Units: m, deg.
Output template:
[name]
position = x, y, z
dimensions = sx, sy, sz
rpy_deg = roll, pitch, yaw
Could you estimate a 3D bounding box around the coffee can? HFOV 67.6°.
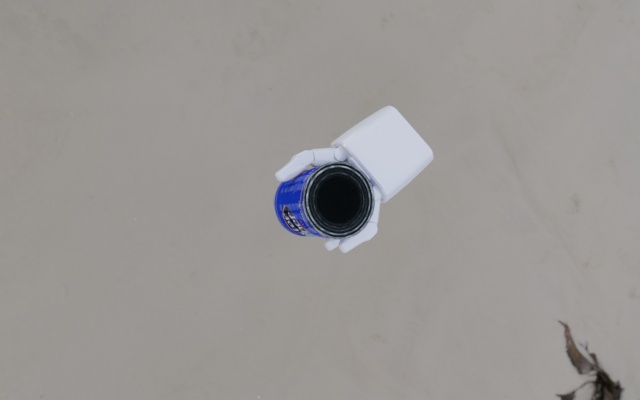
[coffee can]
position = 0.000, 0.002, 0.681
dimensions = 0.103, 0.103, 0.140
rpy_deg = 0, -2, -21
